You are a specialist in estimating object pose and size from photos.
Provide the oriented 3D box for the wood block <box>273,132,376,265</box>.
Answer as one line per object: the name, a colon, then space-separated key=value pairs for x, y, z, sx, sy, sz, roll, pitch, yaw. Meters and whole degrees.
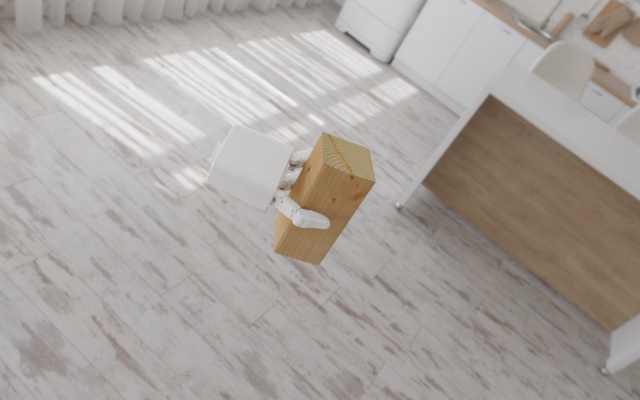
wood block: x=0.000 y=0.003 z=0.803 sx=0.090 sy=0.206 sz=0.090 roll=18 pitch=38 yaw=-17
